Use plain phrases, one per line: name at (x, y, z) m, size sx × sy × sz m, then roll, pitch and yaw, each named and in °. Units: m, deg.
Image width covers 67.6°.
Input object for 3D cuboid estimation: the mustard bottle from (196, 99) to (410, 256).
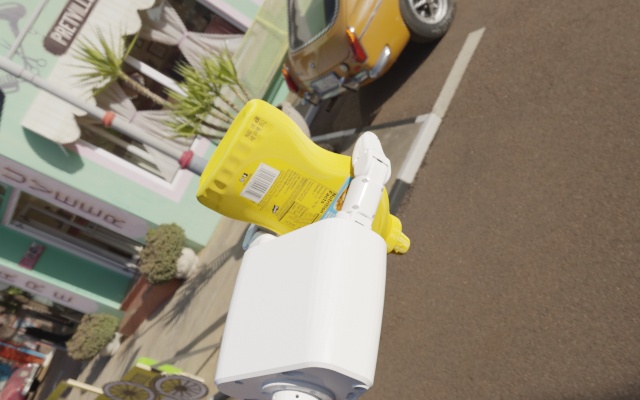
mustard bottle at (0.000, 0.001, 0.411) m, size 0.192 × 0.096 × 0.058 m, roll 29°, pitch 22°, yaw -21°
